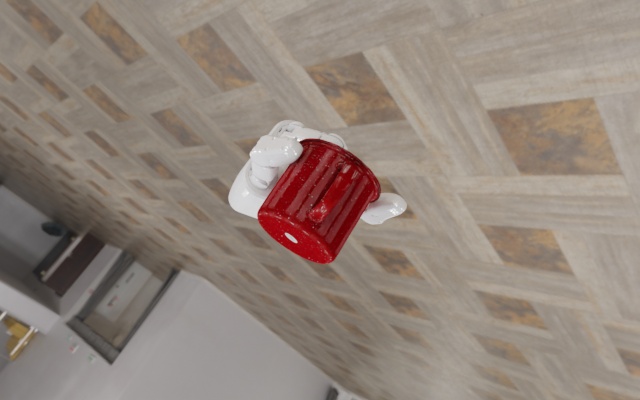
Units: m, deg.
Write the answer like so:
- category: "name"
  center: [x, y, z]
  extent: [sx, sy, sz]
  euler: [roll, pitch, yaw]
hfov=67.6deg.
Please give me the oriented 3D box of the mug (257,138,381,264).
- category: "mug"
  center: [0.001, 0.001, 0.425]
  extent: [0.093, 0.081, 0.117]
  euler: [37, -22, -9]
